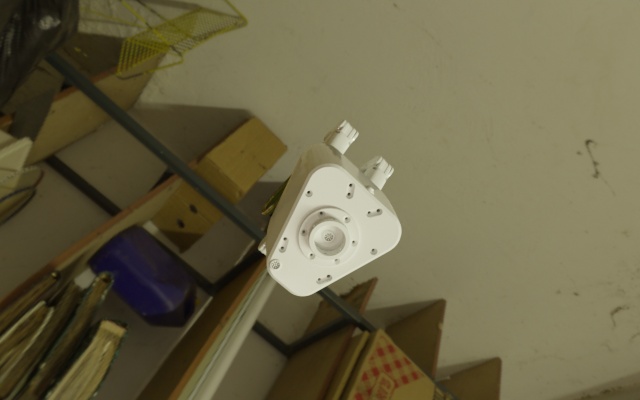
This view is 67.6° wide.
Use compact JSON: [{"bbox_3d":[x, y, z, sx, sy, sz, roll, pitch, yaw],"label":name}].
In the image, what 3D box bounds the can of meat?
[{"bbox_3d":[0.000,0.002,0.528,0.084,0.102,0.057,42,5,-11],"label":"can of meat"}]
